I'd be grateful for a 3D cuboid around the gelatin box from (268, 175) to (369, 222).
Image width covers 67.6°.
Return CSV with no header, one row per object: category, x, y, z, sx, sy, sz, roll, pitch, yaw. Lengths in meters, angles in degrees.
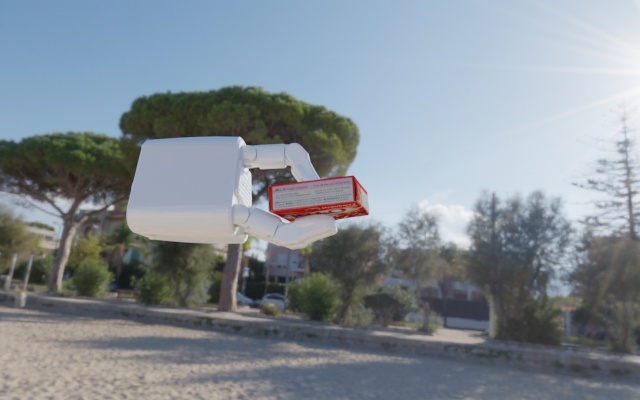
gelatin box,0.000,0.001,0.487,0.089,0.030,0.073,-7,-14,14
